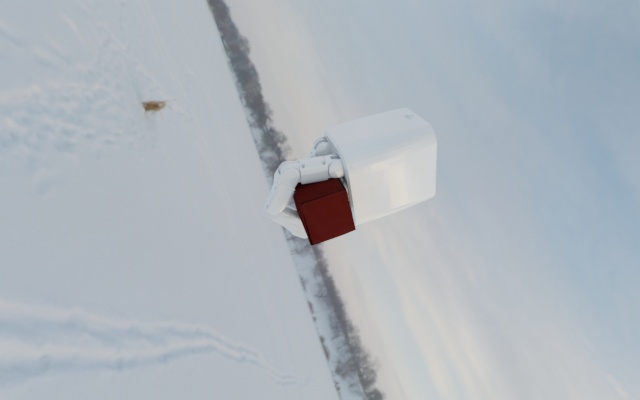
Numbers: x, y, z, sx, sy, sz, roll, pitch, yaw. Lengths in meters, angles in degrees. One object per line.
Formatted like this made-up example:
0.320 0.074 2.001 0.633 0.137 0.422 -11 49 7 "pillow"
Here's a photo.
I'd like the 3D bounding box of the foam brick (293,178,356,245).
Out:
0.000 0.002 0.520 0.051 0.053 0.078 -17 29 -6 "foam brick"
